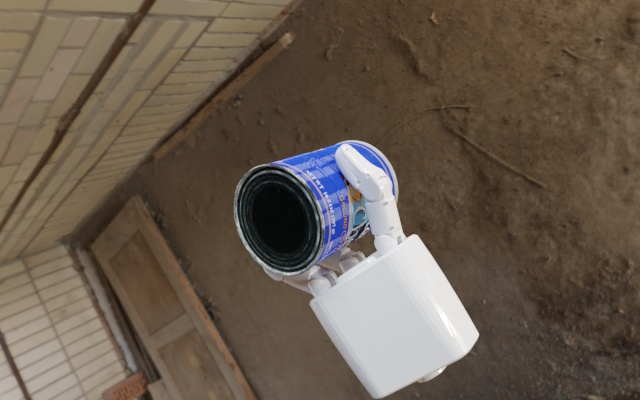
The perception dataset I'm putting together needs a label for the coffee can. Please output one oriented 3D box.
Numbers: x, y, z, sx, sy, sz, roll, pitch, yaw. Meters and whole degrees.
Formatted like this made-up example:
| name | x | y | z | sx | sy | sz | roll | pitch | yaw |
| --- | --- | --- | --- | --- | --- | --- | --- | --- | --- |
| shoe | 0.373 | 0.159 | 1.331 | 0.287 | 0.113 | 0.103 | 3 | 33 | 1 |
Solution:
| name | x | y | z | sx | sy | sz | roll | pitch | yaw |
| --- | --- | --- | --- | --- | --- | --- | --- | --- | --- |
| coffee can | 0.000 | 0.001 | 0.472 | 0.103 | 0.103 | 0.140 | 0 | 14 | 36 |
